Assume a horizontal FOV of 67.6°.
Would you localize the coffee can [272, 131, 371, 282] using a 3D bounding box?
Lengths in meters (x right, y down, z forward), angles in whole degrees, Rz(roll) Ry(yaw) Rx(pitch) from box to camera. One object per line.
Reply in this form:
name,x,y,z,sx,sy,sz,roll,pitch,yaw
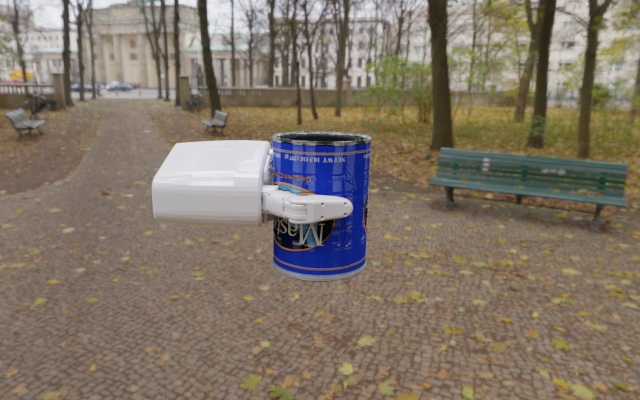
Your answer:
coffee can,0.000,0.002,0.507,0.103,0.140,0.102,1,14,0
